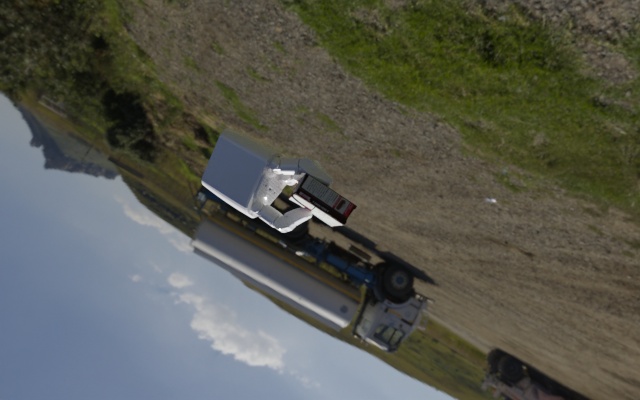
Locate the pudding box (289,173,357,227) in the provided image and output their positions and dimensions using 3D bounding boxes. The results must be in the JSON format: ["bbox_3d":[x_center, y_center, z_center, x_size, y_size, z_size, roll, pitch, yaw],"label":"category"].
[{"bbox_3d":[0.000,0.003,0.738,0.090,0.039,0.113,32,-6,-5],"label":"pudding box"}]
